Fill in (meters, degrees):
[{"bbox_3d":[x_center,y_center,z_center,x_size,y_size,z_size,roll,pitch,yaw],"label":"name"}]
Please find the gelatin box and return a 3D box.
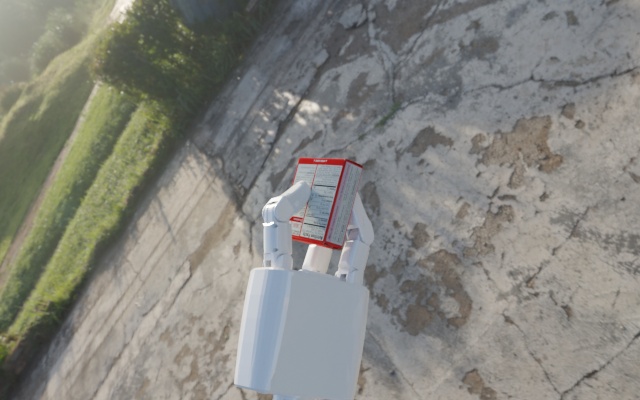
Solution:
[{"bbox_3d":[0.000,0.001,0.491,0.030,0.089,0.073,19,-8,-40],"label":"gelatin box"}]
